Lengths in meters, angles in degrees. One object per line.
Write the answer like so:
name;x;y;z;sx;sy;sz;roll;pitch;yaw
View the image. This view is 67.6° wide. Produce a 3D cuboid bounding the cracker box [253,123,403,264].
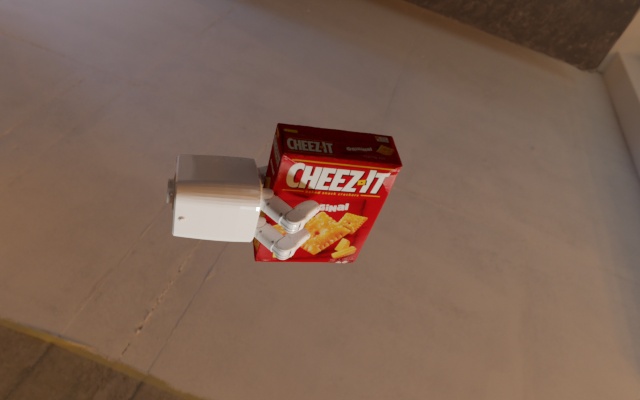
cracker box;0.000;0.002;0.682;0.164;0.072;0.214;4;-45;-17
